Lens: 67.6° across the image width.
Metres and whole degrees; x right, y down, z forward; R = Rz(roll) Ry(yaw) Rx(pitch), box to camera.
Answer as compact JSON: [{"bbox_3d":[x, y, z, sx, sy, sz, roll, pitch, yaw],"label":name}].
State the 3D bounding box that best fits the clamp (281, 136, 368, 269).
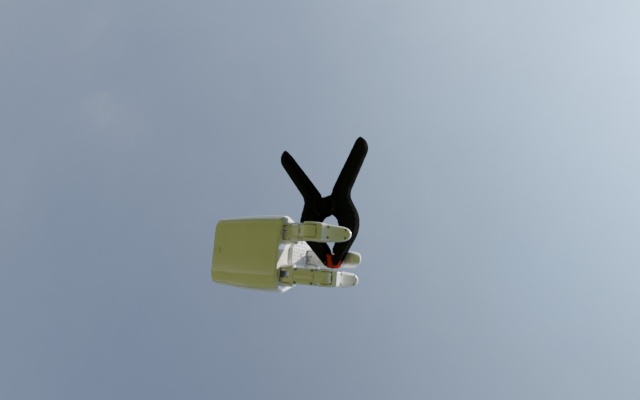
[{"bbox_3d":[0.000,0.002,0.626,0.120,0.171,0.039,0,-10,26],"label":"clamp"}]
